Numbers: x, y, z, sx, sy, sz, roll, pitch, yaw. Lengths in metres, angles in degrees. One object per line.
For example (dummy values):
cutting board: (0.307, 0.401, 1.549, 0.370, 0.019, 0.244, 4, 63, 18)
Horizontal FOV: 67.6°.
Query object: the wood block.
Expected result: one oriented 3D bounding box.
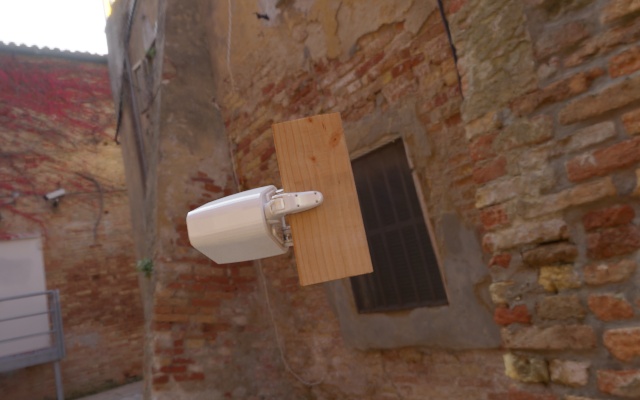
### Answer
wood block: (0.000, 0.002, 0.626, 0.090, 0.206, 0.091, -11, -9, -3)
